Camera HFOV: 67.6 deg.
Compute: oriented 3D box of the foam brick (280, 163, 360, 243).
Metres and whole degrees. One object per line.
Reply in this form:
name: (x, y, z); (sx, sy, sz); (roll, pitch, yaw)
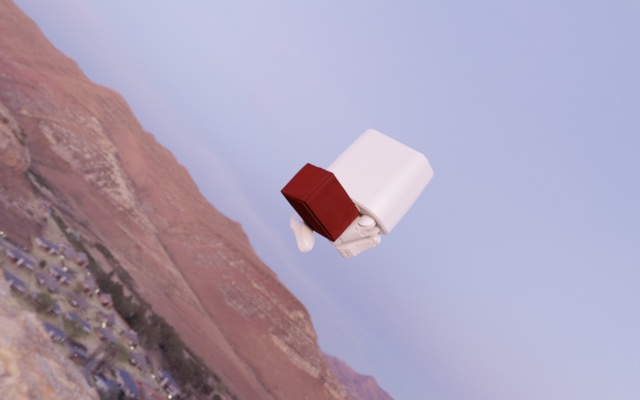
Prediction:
foam brick: (0.000, 0.002, 0.576); (0.053, 0.051, 0.078); (27, -21, 48)
